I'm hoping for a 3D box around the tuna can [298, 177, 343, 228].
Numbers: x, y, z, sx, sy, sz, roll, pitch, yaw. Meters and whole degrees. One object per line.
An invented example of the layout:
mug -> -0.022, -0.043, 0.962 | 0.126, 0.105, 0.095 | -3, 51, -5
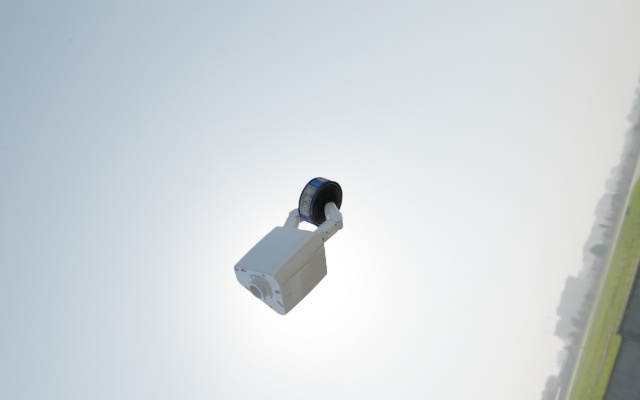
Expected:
tuna can -> 0.000, 0.003, 0.830 | 0.033, 0.086, 0.086 | 21, 12, 35
